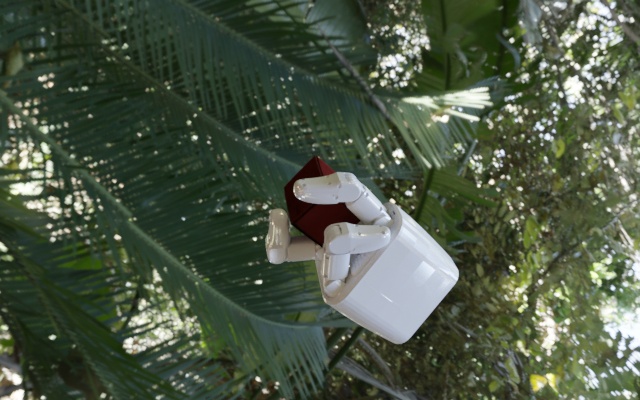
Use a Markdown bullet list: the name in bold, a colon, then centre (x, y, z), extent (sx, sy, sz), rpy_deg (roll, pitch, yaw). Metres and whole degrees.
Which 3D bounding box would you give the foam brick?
- **foam brick**: centre (0.000, 0.001, 0.498), extent (0.051, 0.053, 0.078), rpy_deg (38, 19, -28)
